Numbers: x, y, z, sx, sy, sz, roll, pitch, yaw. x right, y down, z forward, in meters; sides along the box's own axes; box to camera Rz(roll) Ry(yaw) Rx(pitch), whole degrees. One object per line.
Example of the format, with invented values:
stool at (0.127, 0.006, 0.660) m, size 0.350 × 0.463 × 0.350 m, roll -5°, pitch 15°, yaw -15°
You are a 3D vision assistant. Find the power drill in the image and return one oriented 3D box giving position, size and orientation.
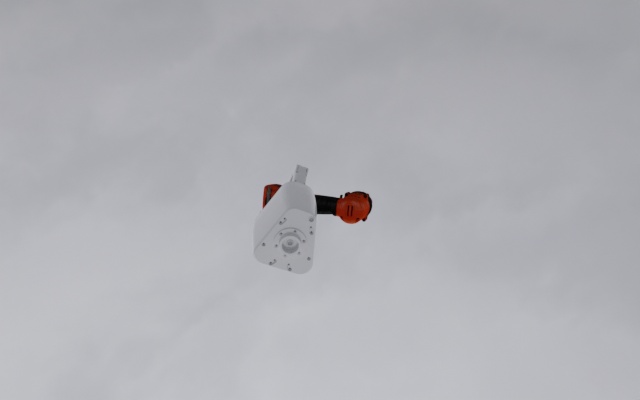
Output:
power drill at (0.000, 0.003, 0.870) m, size 0.187 × 0.057 × 0.184 m, roll 4°, pitch 3°, yaw 11°
